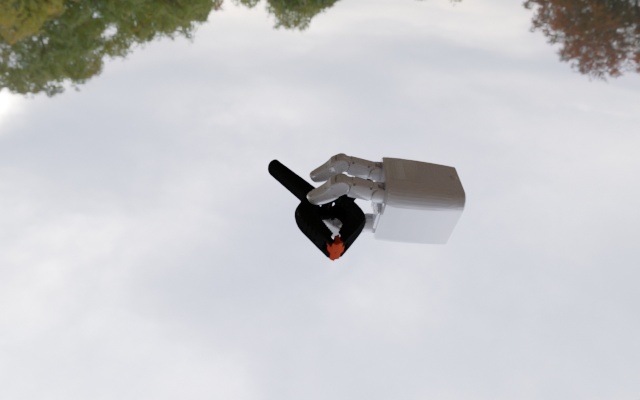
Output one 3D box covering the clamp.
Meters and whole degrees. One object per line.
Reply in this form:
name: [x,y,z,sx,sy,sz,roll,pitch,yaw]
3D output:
clamp: [0.000,0.003,0.660,0.164,0.036,0.209,7,34,-3]
